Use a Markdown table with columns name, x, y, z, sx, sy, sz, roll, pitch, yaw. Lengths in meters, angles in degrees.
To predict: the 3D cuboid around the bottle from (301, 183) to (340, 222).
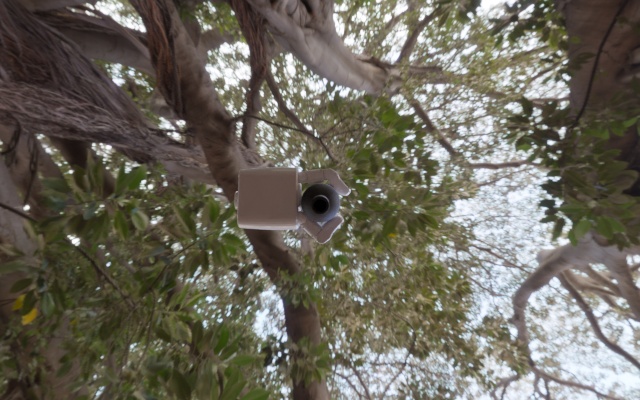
| name | x | y | z | sx | sy | sz | roll | pitch | yaw |
| --- | --- | --- | --- | --- | --- | --- | --- | --- | --- |
| bottle | 0.000 | 0.003 | 0.846 | 0.069 | 0.069 | 0.295 | 0 | 2 | 0 |
